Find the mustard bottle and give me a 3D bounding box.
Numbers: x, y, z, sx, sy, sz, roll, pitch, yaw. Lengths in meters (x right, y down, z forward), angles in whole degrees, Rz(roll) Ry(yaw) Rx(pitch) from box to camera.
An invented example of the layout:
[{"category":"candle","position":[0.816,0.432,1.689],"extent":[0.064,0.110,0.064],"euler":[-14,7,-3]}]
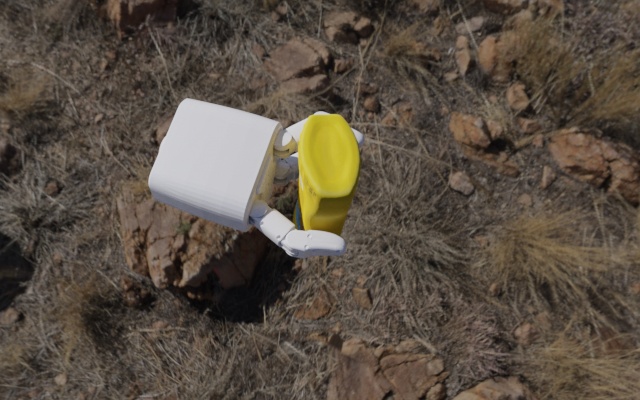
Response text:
[{"category":"mustard bottle","position":[0.000,0.002,0.518],"extent":[0.058,0.096,0.192],"euler":[-4,-29,-8]}]
